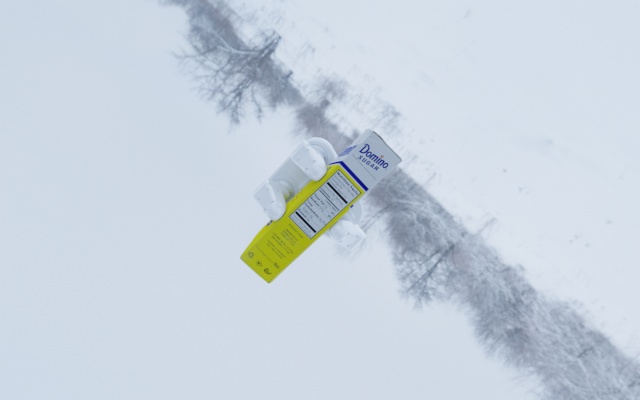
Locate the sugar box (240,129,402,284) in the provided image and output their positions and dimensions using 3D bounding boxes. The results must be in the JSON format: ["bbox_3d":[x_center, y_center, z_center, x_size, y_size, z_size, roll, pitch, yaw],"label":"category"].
[{"bbox_3d":[0.000,0.001,0.487,0.048,0.176,0.093,43,8,-6],"label":"sugar box"}]
